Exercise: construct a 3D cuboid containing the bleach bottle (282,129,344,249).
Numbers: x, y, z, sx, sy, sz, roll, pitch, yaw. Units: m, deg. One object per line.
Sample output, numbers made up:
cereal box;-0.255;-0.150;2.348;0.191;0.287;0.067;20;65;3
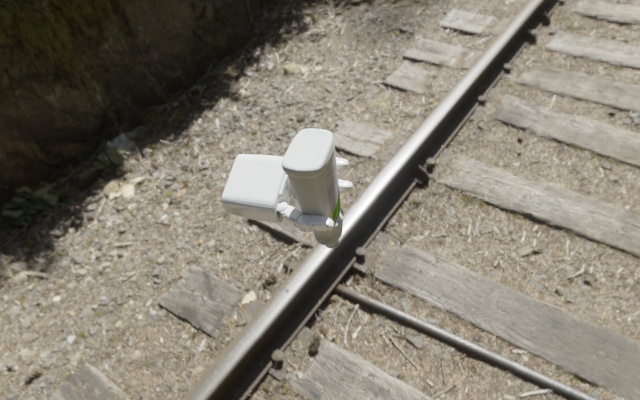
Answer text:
bleach bottle;0.000;0.003;0.819;0.068;0.102;0.251;8;-40;18
